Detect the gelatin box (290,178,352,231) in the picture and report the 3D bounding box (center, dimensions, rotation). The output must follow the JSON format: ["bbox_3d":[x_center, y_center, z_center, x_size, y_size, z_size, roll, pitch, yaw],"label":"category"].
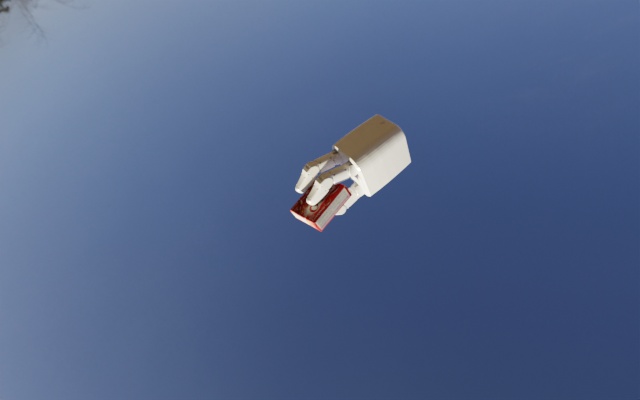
[{"bbox_3d":[0.000,0.003,0.845,0.073,0.089,0.030,26,-18,47],"label":"gelatin box"}]
